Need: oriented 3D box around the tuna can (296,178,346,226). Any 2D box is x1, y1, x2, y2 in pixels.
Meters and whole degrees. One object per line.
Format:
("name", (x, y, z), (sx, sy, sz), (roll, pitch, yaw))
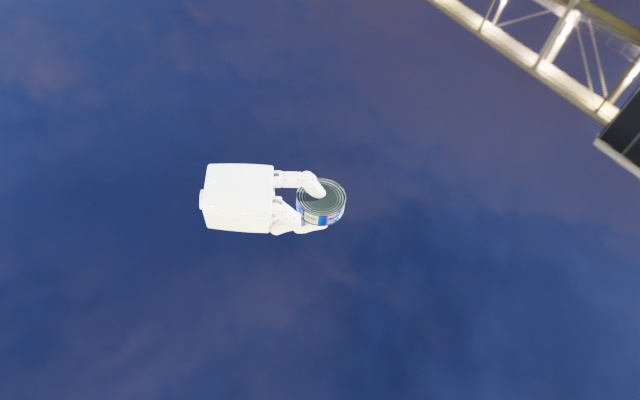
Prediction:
("tuna can", (0.000, 0.003, 0.831), (0.086, 0.086, 0.034), (0, -41, -6))
